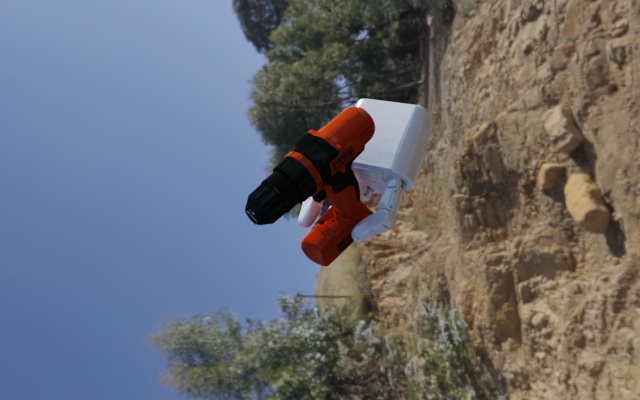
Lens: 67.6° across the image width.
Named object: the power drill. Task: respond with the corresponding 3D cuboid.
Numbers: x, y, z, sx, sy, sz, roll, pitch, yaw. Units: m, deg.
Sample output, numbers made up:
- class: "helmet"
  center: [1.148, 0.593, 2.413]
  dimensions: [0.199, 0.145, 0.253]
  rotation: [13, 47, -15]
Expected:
- class: "power drill"
  center: [0.000, 0.002, 0.579]
  dimensions: [0.057, 0.184, 0.188]
  rotation: [37, -24, 29]
